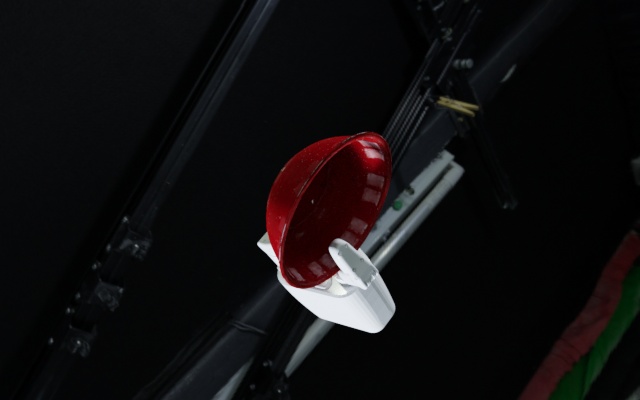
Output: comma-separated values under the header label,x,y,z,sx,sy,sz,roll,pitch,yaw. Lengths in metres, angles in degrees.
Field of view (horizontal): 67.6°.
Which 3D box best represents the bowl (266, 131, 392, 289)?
label,x,y,z,sx,sy,sz,roll,pitch,yaw
bowl,0.000,0.000,0.456,0.055,0.162,0.162,30,16,29
